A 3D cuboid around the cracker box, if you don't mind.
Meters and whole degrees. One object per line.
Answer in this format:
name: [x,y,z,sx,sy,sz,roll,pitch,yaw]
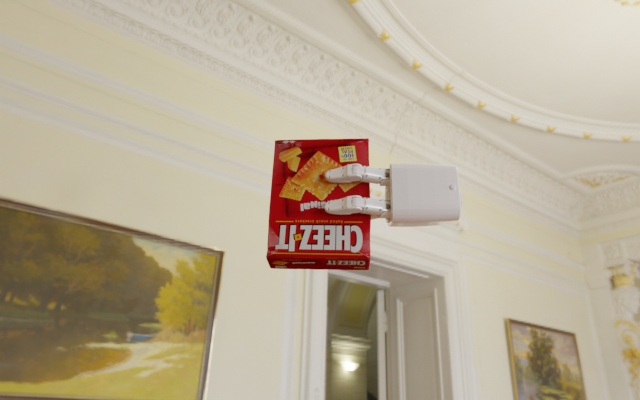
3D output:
cracker box: [0.000,0.003,0.792,0.164,0.213,0.072,0,-24,3]
